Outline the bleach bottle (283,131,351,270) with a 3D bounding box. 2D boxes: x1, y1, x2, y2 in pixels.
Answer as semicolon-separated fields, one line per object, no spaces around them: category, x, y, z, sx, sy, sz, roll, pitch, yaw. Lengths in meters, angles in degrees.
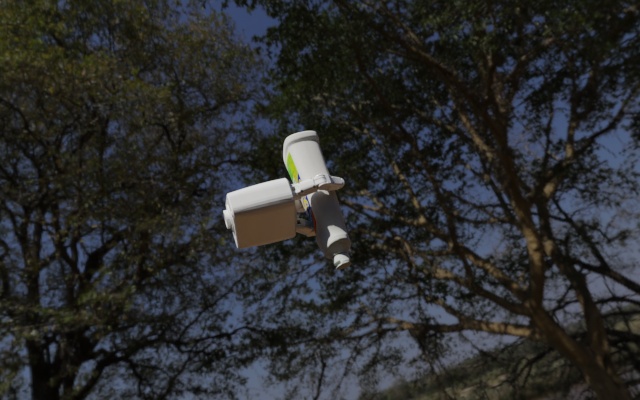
bleach bottle;0.000;0.003;0.864;0.068;0.250;0.103;-15;-26;-14
